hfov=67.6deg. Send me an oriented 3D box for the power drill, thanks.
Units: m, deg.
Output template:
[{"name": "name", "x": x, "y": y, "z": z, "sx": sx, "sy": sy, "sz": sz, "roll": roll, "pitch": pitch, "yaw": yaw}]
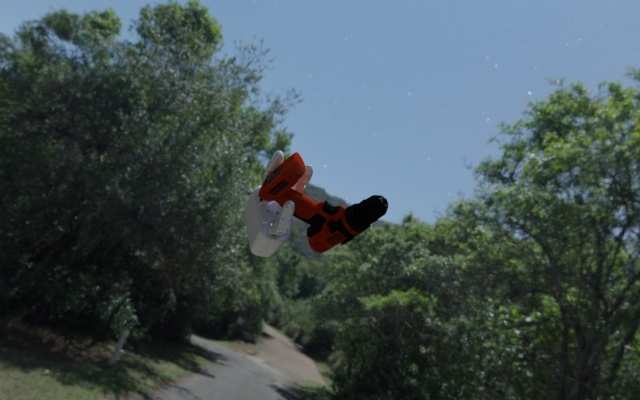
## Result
[{"name": "power drill", "x": 0.000, "y": 0.003, "z": 0.839, "sx": 0.188, "sy": 0.057, "sz": 0.184, "roll": 41, "pitch": -53, "yaw": -19}]
